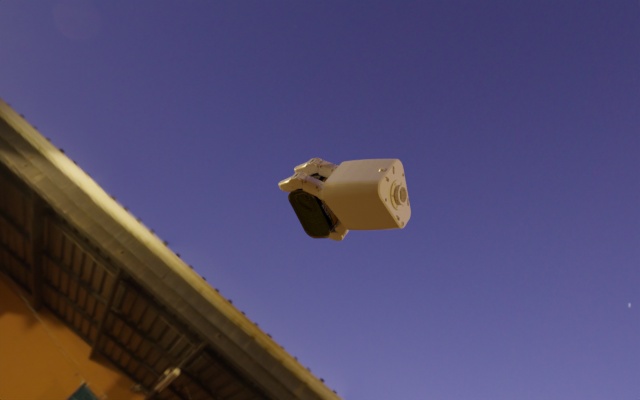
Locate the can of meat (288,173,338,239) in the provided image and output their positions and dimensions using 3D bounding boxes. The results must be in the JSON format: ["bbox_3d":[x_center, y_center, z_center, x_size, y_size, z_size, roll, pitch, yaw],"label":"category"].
[{"bbox_3d":[0.000,0.003,0.859,0.057,0.102,0.084,-5,31,39],"label":"can of meat"}]
